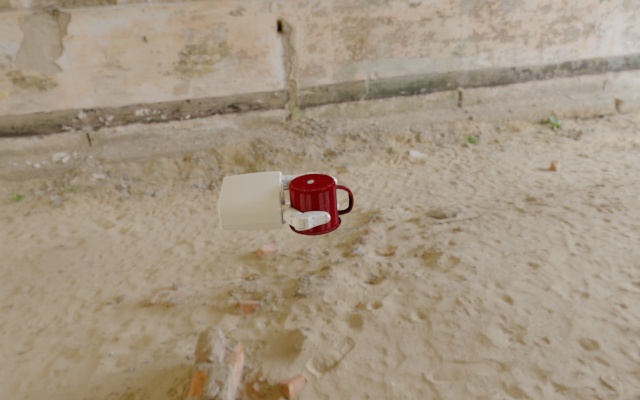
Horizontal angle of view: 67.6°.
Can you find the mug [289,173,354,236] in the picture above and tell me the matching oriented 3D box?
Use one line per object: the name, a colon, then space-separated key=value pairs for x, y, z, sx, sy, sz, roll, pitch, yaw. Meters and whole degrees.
mug: x=0.002 y=0.002 z=0.832 sx=0.117 sy=0.081 sz=0.093 roll=-5 pitch=25 yaw=-2
